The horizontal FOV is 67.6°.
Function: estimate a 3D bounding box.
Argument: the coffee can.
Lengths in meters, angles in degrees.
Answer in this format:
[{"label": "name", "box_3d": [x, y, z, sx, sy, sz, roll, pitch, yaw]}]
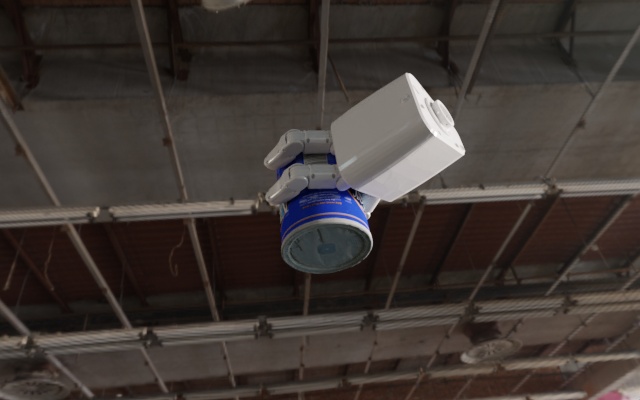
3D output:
[{"label": "coffee can", "box_3d": [0.000, 0.002, 0.576, 0.103, 0.140, 0.103, -5, -39, -4]}]
